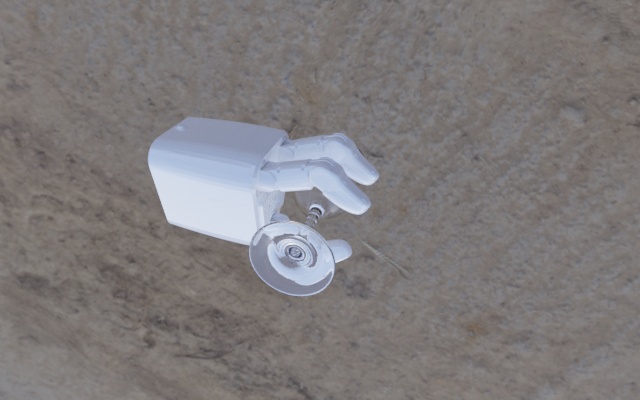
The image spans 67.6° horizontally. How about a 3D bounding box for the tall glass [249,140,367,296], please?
[{"bbox_3d":[0.000,0.002,0.473,0.079,0.079,0.201,0,28,16],"label":"tall glass"}]
